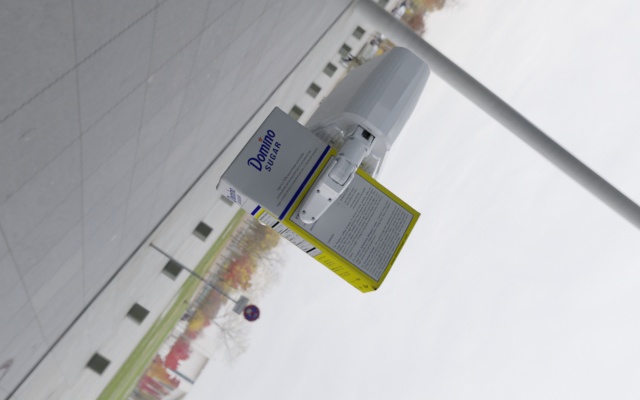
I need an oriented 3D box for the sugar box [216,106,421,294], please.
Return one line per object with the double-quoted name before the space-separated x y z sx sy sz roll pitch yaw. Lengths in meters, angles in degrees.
"sugar box" 0.000 0.002 0.456 0.176 0.093 0.048 36 -24 -5
